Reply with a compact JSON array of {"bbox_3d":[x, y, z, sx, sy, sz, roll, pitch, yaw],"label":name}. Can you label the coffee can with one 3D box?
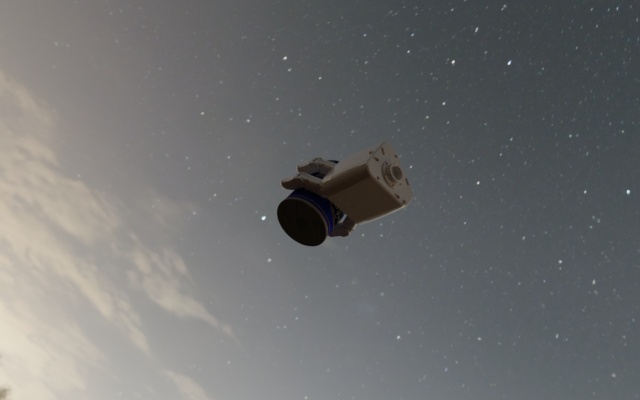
[{"bbox_3d":[0.000,0.003,0.885,0.103,0.103,0.140,0,33,36],"label":"coffee can"}]
